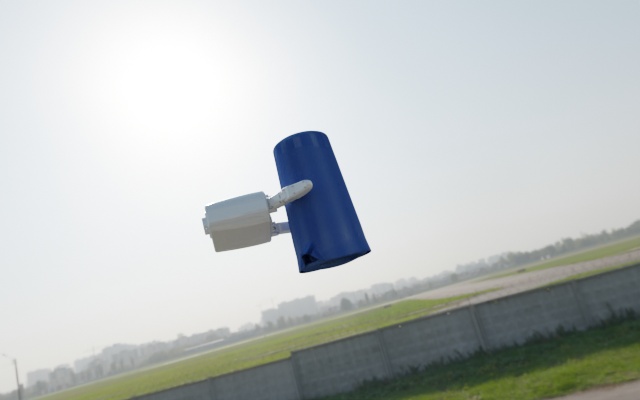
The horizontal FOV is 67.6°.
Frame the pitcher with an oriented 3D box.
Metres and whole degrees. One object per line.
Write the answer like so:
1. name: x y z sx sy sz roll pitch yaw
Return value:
1. pitcher: 0.000 0.003 0.872 0.145 0.242 0.149 -14 -13 -10
